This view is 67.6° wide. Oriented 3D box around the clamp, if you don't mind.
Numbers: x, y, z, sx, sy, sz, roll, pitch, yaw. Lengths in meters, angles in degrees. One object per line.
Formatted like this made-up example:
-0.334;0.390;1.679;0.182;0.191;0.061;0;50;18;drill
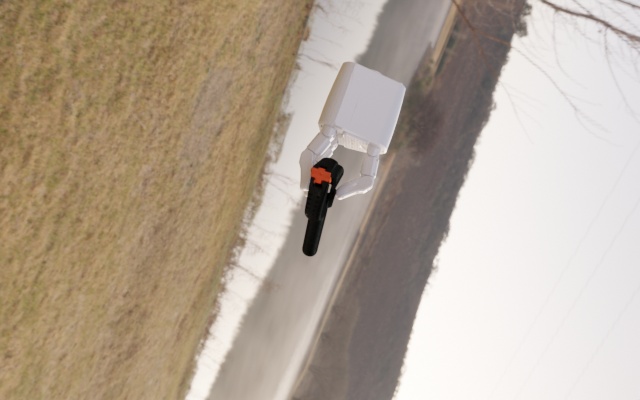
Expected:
0.001;0.002;0.718;0.036;0.164;0.210;17;-7;6;clamp
